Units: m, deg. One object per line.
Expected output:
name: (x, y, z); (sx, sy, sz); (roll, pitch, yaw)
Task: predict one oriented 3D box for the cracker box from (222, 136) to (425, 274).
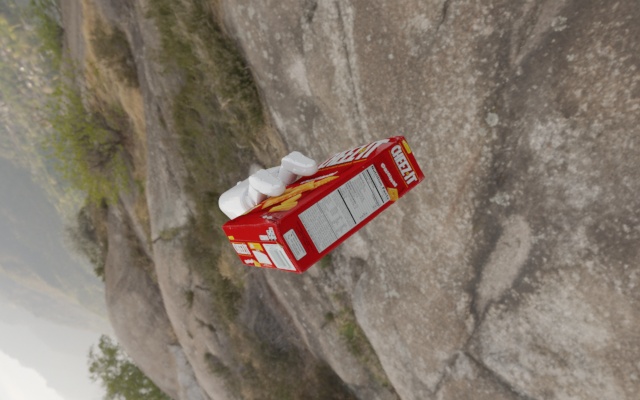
cracker box: (0.000, 0.002, 0.614); (0.213, 0.072, 0.164); (-35, 14, -28)
